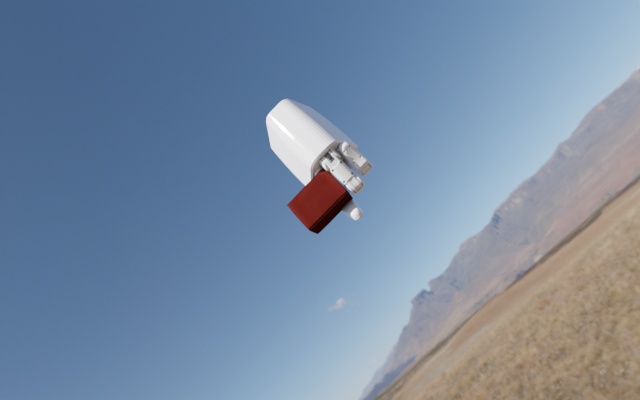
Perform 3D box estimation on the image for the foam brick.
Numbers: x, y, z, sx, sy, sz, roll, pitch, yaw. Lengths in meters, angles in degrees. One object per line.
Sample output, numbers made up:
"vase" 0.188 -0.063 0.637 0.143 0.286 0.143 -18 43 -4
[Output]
"foam brick" 0.000 0.003 0.689 0.051 0.078 0.053 44 0 16
